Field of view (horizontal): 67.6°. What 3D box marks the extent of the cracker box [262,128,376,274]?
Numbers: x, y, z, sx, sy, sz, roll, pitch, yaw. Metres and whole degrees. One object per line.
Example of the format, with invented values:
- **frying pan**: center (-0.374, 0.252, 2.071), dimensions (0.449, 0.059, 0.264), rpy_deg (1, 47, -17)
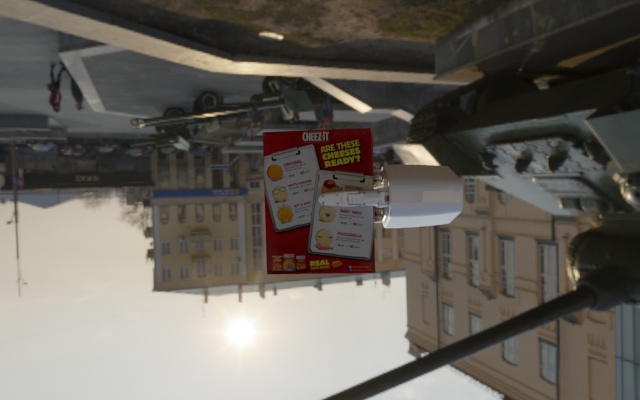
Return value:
- **cracker box**: center (0.000, 0.003, 0.731), dimensions (0.164, 0.213, 0.072), rpy_deg (-1, 2, 3)
